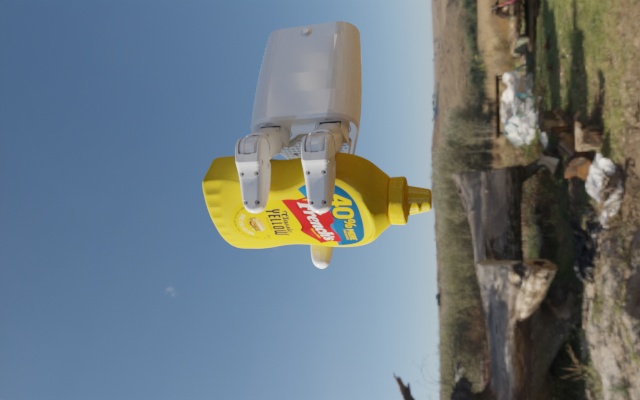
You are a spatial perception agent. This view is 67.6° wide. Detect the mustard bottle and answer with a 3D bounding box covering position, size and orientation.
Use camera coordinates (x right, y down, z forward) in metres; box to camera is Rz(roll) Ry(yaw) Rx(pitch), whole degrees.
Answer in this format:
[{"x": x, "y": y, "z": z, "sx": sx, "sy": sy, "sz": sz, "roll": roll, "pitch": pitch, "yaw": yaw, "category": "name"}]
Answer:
[{"x": 0.000, "y": 0.002, "z": 0.423, "sx": 0.191, "sy": 0.096, "sz": 0.058, "roll": -2, "pitch": 43, "yaw": 16, "category": "mustard bottle"}]
